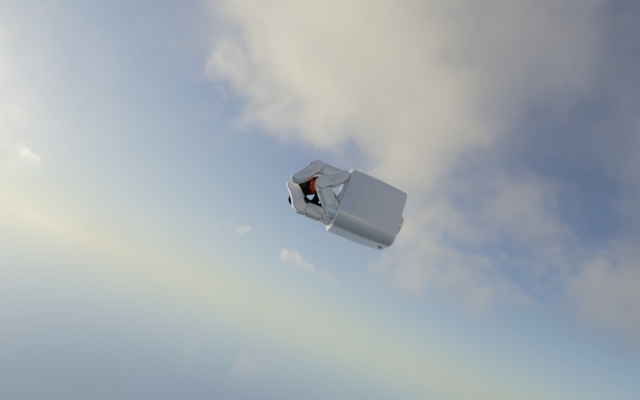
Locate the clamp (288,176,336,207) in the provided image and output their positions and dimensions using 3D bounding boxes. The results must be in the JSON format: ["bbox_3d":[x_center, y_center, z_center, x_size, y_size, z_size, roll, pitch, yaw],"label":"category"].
[{"bbox_3d":[0.000,0.002,0.890,0.120,0.039,0.171,23,-14,-2],"label":"clamp"}]
